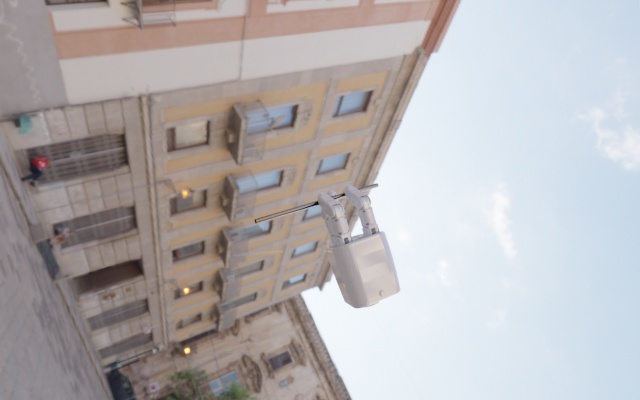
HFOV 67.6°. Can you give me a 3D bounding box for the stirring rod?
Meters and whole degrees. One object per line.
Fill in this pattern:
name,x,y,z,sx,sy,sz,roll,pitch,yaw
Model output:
stirring rod,0.000,0.003,0.811,0.239,0.011,0.011,-17,7,-26
